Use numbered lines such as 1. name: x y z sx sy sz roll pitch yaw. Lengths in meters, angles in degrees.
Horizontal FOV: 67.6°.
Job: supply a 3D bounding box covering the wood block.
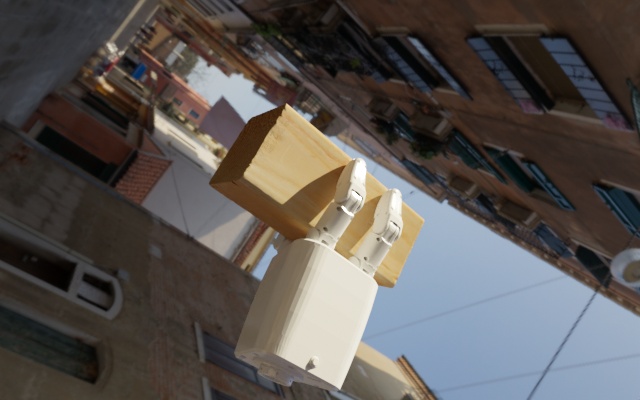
1. wood block: 0.000 0.002 0.511 0.206 0.090 0.091 37 -20 -26
